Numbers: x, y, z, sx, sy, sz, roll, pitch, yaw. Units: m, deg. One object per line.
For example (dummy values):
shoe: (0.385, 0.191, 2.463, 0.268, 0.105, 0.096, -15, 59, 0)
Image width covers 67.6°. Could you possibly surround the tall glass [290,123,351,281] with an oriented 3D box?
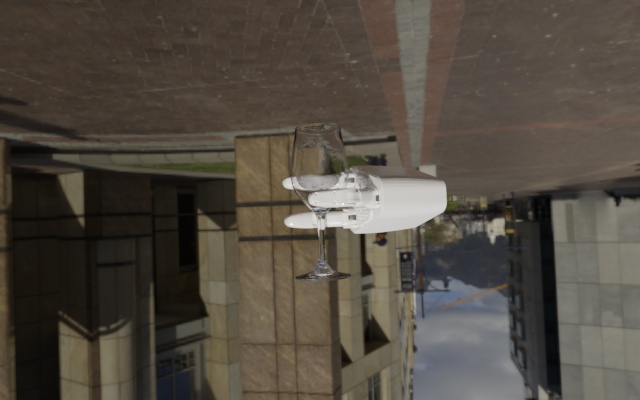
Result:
tall glass: (0.000, 0.003, 0.637, 0.079, 0.201, 0.079, -2, -1, 0)
